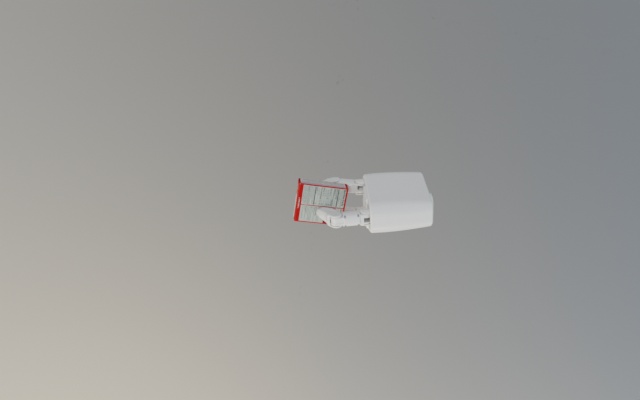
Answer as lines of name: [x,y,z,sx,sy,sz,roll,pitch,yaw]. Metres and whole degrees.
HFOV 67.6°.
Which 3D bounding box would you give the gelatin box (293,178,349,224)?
gelatin box: [0.000,0.003,0.846,0.089,0.073,0.030,6,22,-9]
